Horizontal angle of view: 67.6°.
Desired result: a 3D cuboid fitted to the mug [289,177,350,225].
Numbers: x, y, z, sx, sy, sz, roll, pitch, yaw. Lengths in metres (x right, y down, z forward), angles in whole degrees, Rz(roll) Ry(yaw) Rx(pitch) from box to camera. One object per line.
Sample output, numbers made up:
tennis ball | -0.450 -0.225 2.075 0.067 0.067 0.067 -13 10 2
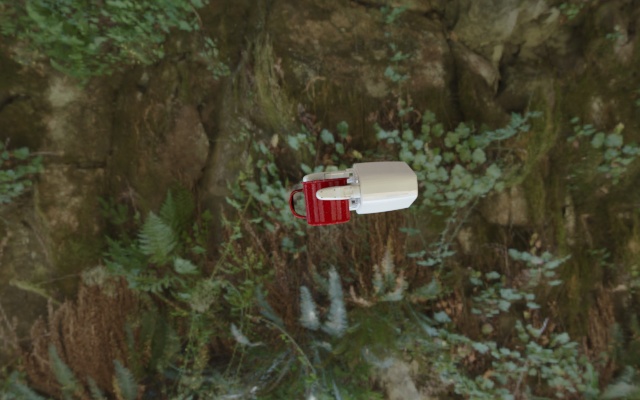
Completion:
mug | -0.001 0.003 0.888 0.117 0.081 0.093 -6 1 0
